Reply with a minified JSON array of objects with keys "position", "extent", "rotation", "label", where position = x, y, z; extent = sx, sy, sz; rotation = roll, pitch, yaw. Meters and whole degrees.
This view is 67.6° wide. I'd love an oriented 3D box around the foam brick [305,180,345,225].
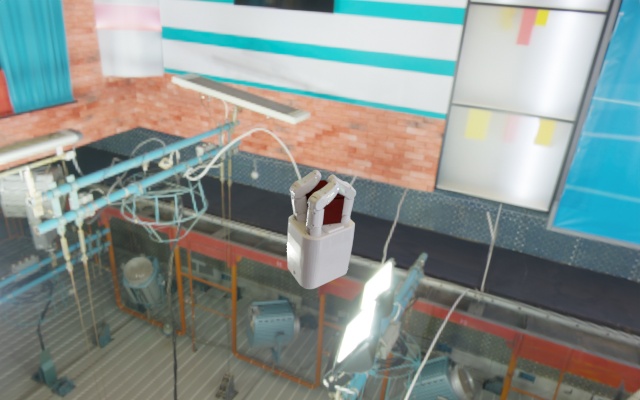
[{"position":[0.000,0.003,0.849],"extent":[0.053,0.051,0.078],"rotation":[-6,27,-25],"label":"foam brick"}]
